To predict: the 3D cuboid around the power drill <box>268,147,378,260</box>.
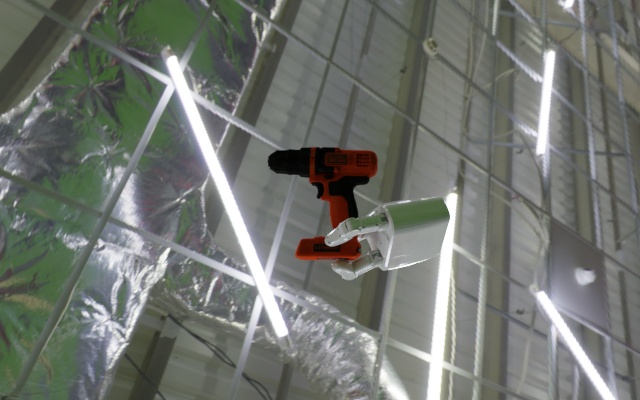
[{"bbox_3d":[0.000,0.003,0.782,0.184,0.187,0.057,1,-11,6],"label":"power drill"}]
